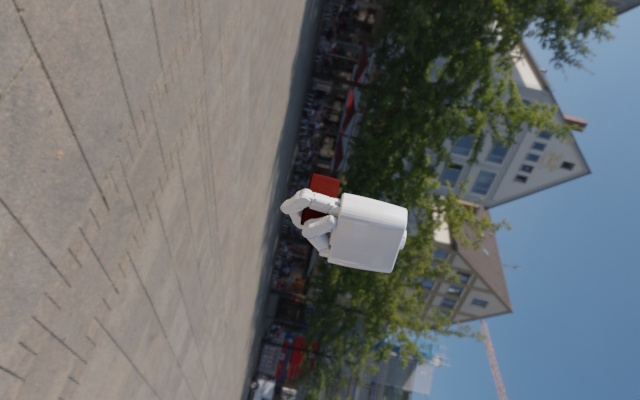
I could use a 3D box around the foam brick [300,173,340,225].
[{"bbox_3d":[0.000,0.002,0.798,0.051,0.078,0.053,12,-44,1],"label":"foam brick"}]
